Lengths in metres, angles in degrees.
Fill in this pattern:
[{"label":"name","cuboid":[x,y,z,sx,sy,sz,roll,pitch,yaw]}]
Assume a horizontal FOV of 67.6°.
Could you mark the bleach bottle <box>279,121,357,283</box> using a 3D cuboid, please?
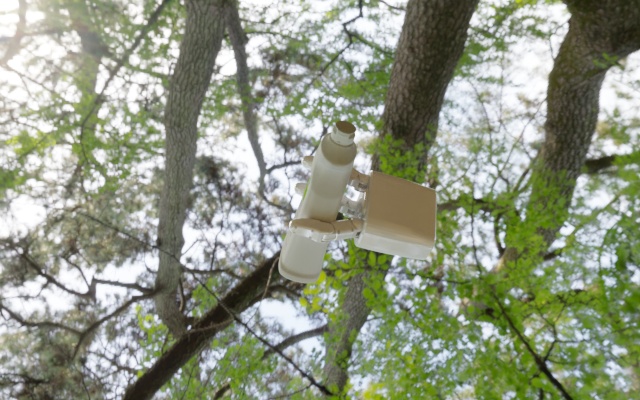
[{"label":"bleach bottle","cuboid":[0.000,0.002,0.682,0.068,0.251,0.102,14,41,-6]}]
